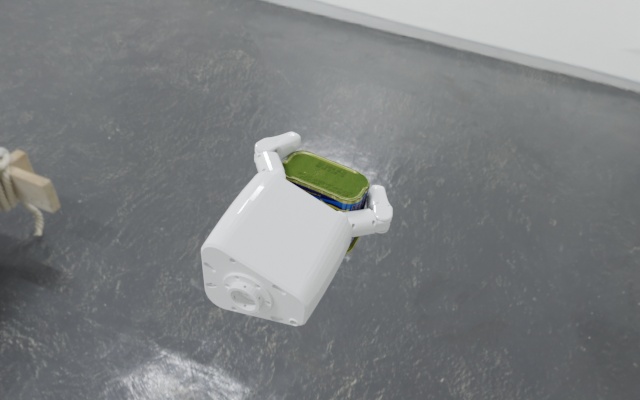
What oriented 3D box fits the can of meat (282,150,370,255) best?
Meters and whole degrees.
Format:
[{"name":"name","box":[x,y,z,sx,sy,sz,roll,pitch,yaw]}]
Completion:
[{"name":"can of meat","box":[0.000,0.002,0.534,0.102,0.084,0.057,22,45,14]}]
